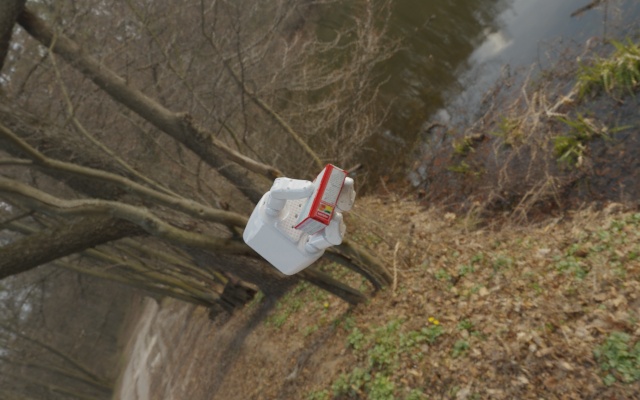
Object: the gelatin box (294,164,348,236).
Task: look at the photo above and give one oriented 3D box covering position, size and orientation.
[{"bbox_3d":[0.000,0.002,0.612,0.030,0.073,0.089,24,-18,-8],"label":"gelatin box"}]
